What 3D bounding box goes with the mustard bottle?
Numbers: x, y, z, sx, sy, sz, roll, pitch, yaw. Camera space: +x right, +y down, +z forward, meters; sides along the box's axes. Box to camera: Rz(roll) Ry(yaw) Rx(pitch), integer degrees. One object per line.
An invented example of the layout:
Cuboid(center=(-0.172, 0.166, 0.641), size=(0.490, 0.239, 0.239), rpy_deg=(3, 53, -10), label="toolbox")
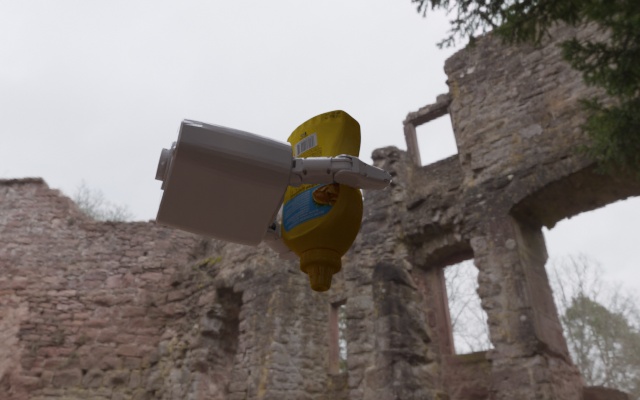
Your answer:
Cuboid(center=(0.000, 0.002, 0.499), size=(0.096, 0.191, 0.058), rpy_deg=(-25, -40, 34), label="mustard bottle")
